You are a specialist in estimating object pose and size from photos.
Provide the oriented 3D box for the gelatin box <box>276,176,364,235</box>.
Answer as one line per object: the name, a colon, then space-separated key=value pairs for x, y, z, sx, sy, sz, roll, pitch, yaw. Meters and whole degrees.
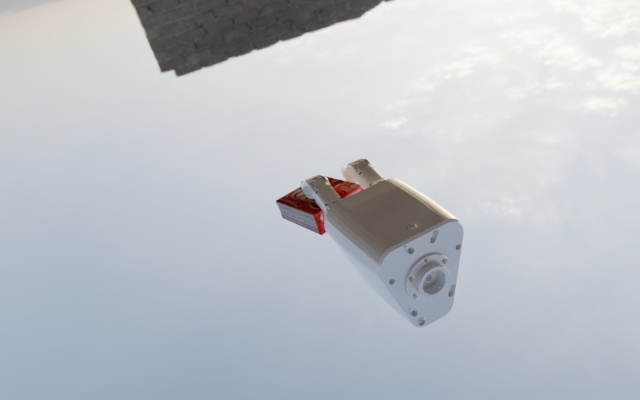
gelatin box: x=0.000 y=0.002 z=0.577 sx=0.073 sy=0.030 sz=0.089 roll=-32 pitch=27 yaw=-26
